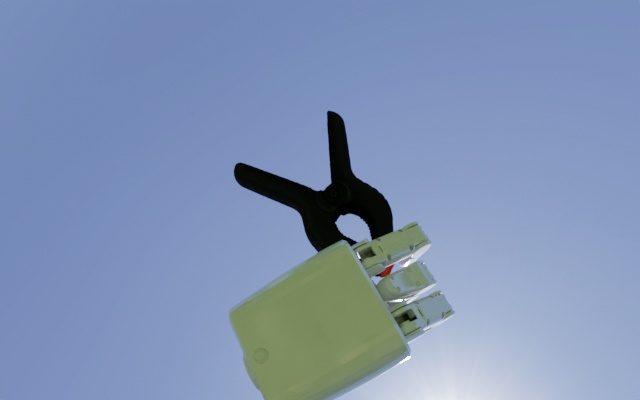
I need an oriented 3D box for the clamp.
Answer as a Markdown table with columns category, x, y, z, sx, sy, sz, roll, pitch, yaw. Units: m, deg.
| category | x | y | z | sx | sy | sz | roll | pitch | yaw |
| --- | --- | --- | --- | --- | --- | --- | --- | --- | --- |
| clamp | 0.000 | 0.002 | 0.435 | 0.120 | 0.171 | 0.039 | -27 | -26 | -6 |
